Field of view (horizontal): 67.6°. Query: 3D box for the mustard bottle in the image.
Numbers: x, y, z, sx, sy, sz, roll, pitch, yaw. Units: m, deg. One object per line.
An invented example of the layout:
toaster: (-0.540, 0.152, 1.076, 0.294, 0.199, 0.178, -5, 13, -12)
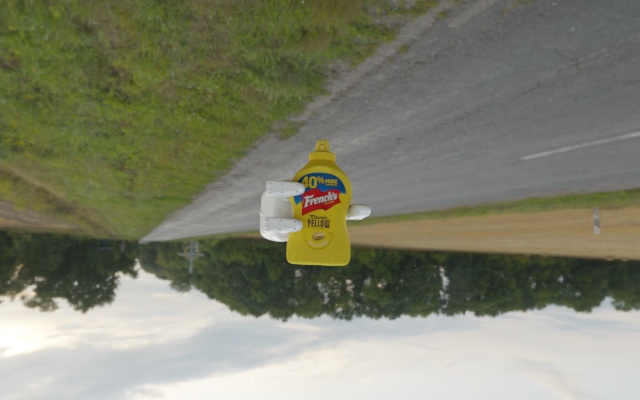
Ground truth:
mustard bottle: (0.000, 0.003, 0.734, 0.096, 0.191, 0.058, 2, -6, 4)
